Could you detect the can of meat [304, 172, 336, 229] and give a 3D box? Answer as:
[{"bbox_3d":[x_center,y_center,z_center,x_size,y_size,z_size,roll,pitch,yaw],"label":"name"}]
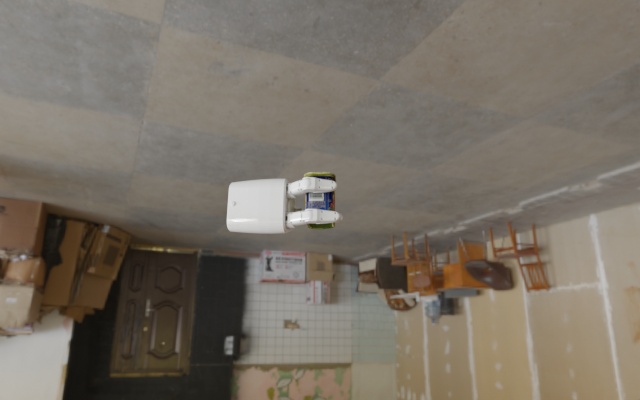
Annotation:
[{"bbox_3d":[0.000,0.003,0.883,0.057,0.084,0.102,0,-16,4],"label":"can of meat"}]
